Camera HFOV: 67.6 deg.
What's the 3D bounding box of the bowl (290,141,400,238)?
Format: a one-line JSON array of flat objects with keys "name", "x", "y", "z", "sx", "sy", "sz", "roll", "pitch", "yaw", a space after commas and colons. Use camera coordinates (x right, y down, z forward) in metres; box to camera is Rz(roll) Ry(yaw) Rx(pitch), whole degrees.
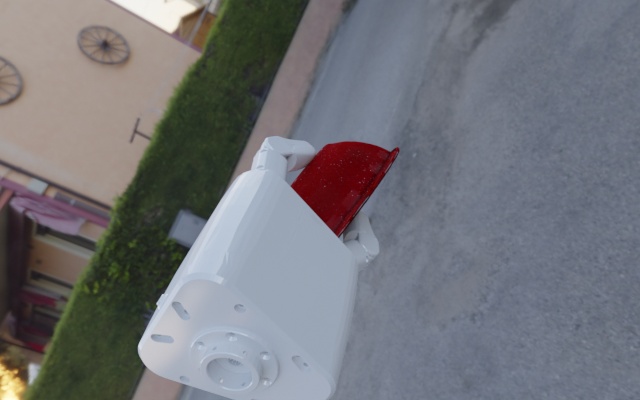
[{"name": "bowl", "x": 0.000, "y": 0.001, "z": 0.432, "sx": 0.055, "sy": 0.162, "sz": 0.162, "roll": 38, "pitch": 0, "yaw": 0}]
